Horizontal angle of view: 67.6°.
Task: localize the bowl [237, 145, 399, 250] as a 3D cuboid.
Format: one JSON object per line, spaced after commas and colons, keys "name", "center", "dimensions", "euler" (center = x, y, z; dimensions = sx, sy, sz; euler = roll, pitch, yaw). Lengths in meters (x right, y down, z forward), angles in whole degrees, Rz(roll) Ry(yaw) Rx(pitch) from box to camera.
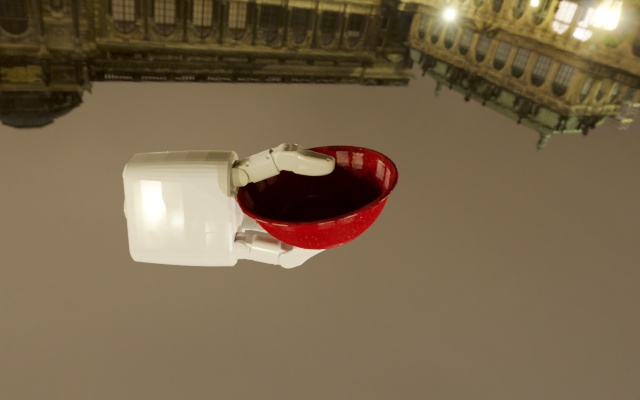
{"name": "bowl", "center": [0.001, 0.002, 0.486], "dimensions": [0.162, 0.055, 0.162], "euler": [-8, 30, 5]}
